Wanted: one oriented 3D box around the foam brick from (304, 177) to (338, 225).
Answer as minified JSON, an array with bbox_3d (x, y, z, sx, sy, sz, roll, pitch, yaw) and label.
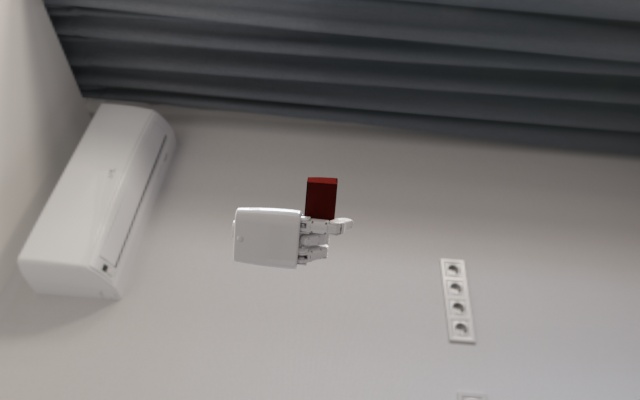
[{"bbox_3d":[0.000,0.002,0.800,0.051,0.078,0.053,5,12,1],"label":"foam brick"}]
